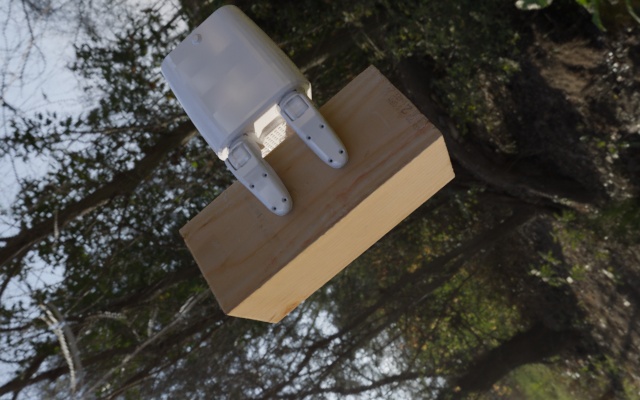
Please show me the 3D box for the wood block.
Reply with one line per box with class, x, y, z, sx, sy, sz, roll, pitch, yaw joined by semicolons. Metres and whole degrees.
wood block;0.000;0.001;0.403;0.206;0.090;0.091;-40;-27;5
